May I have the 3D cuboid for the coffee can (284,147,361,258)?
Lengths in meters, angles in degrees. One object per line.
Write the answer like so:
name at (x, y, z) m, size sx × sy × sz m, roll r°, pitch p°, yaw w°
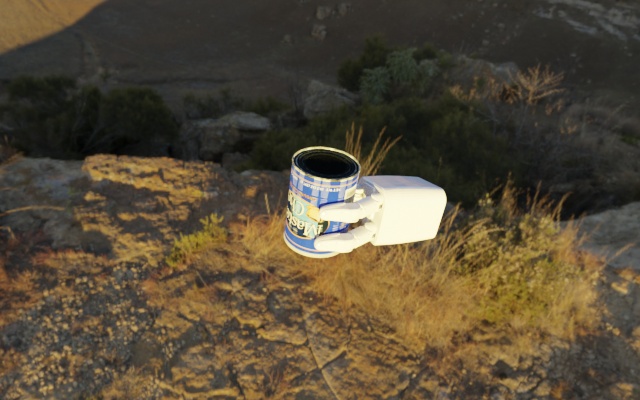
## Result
coffee can at (0.000, 0.003, 0.738) m, size 0.103 × 0.140 × 0.102 m, roll 6°, pitch 32°, yaw -4°
